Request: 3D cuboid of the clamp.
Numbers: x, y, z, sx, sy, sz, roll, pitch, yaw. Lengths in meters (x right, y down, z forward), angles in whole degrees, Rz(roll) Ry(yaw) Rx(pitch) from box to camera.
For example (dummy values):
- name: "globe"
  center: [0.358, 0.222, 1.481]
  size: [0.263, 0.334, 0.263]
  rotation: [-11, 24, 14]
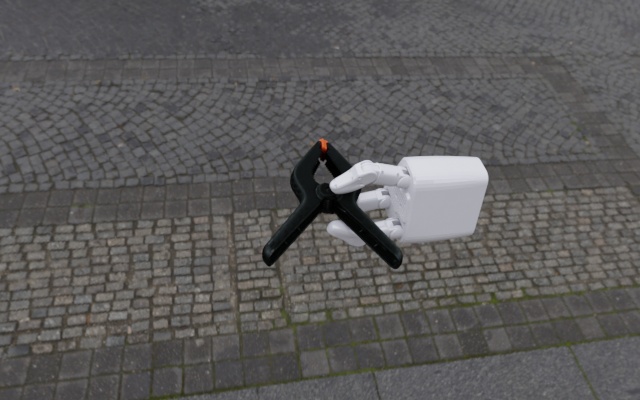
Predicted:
- name: "clamp"
  center: [0.000, 0.001, 0.606]
  size: [0.164, 0.209, 0.036]
  rotation: [-2, -41, -14]
